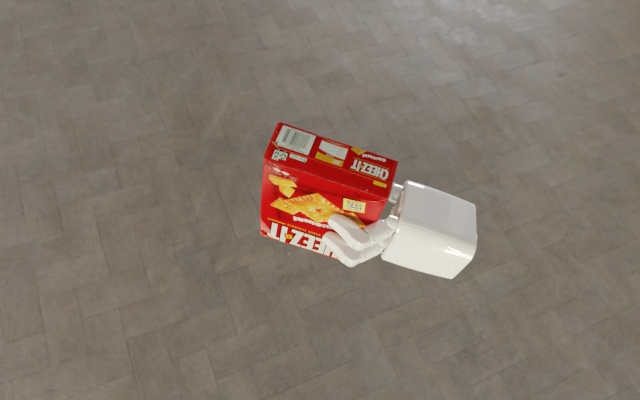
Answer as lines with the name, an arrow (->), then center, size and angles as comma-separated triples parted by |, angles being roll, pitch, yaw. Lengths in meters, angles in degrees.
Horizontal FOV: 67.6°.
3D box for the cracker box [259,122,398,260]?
cracker box -> 0.000, 0.002, 0.679 | 0.164, 0.072, 0.214 | 18, -31, 2
